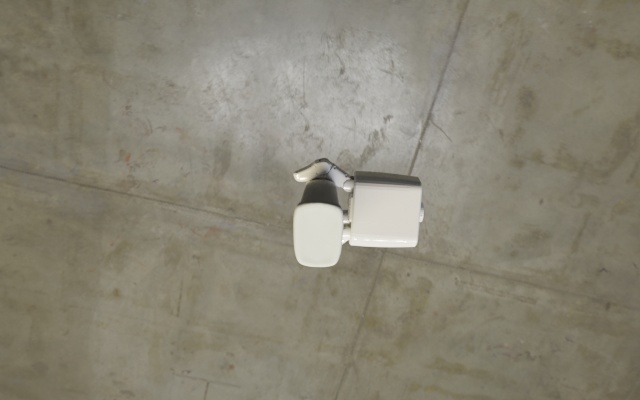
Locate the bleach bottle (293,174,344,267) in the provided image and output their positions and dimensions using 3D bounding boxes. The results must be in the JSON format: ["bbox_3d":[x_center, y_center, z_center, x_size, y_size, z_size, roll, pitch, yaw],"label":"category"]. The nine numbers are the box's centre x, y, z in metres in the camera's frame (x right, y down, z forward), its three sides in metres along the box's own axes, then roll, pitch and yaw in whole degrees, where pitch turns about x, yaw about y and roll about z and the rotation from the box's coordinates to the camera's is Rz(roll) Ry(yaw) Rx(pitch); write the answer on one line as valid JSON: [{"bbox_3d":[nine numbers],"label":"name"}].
[{"bbox_3d":[0.000,0.003,0.755,0.068,0.103,0.250,2,22,1],"label":"bleach bottle"}]
